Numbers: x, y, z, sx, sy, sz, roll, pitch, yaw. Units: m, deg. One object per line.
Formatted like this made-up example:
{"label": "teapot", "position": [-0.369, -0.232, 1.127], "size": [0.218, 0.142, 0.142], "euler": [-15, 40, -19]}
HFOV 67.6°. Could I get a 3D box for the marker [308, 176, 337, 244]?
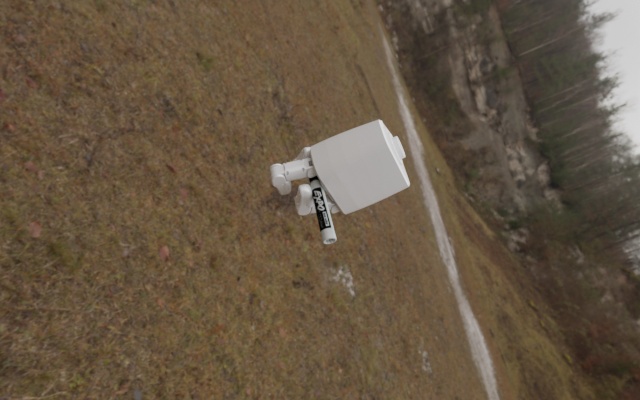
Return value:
{"label": "marker", "position": [0.000, 0.002, 0.655], "size": [0.020, 0.121, 0.020], "euler": [-10, -29, -6]}
